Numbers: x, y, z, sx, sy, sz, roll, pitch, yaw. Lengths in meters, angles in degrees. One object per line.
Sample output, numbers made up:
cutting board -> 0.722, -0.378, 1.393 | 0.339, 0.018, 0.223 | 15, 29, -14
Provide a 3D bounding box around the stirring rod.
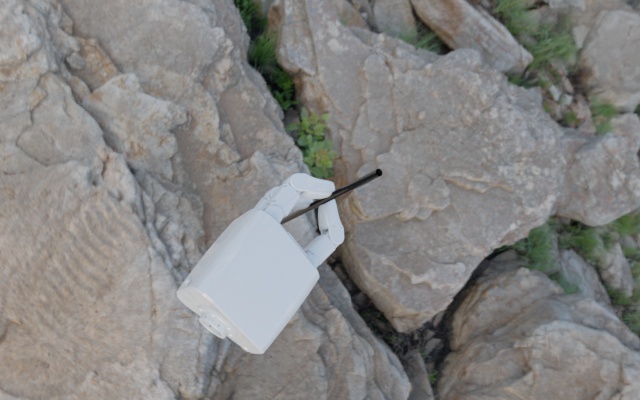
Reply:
stirring rod -> 0.000, 0.002, 0.570 | 0.011, 0.011, 0.239 | 0, -14, -30
